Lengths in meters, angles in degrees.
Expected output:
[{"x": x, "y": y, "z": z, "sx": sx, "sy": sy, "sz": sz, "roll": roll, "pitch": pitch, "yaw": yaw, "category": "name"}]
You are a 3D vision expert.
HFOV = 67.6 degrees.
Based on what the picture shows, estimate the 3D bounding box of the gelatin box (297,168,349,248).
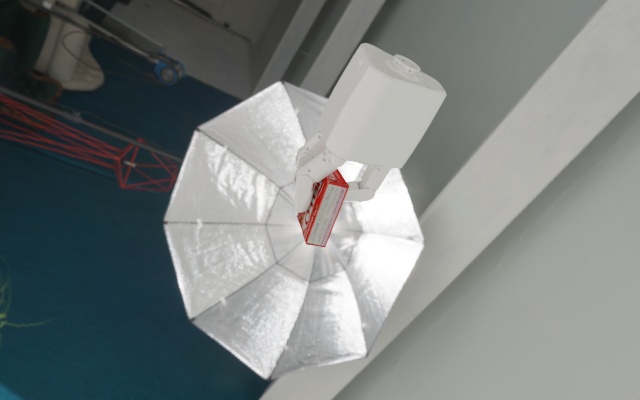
[{"x": 0.000, "y": 0.002, "z": 0.596, "sx": 0.030, "sy": 0.089, "sz": 0.073, "roll": 12, "pitch": 22, "yaw": -18, "category": "gelatin box"}]
